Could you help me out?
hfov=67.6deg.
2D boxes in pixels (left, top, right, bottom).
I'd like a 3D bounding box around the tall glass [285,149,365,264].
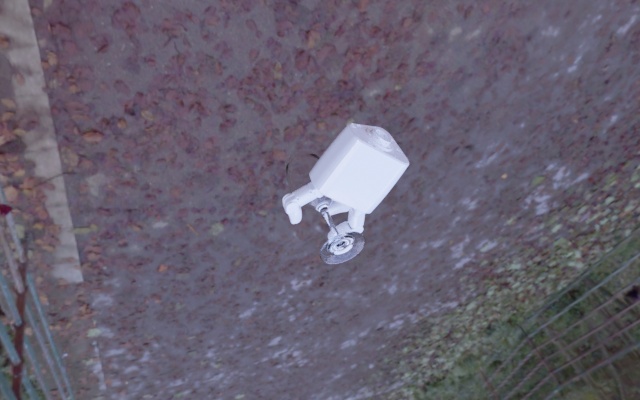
[{"bbox_3d":[0.000,0.003,0.784,0.079,0.201,0.079,-15,-40,-13],"label":"tall glass"}]
